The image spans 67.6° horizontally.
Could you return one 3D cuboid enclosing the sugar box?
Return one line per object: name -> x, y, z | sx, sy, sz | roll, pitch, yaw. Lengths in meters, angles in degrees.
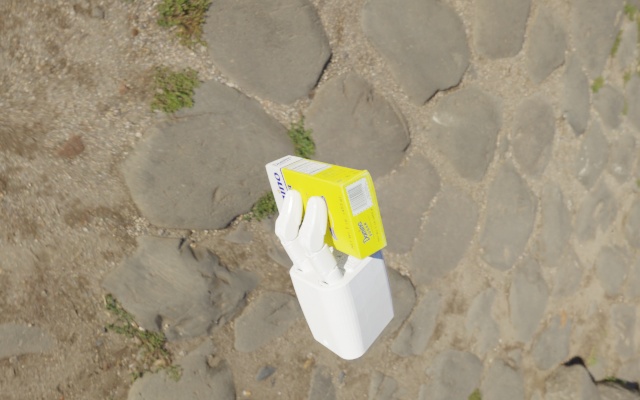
sugar box -> 0.000, 0.002, 0.577 | 0.048, 0.093, 0.176 | -27, 23, -29
